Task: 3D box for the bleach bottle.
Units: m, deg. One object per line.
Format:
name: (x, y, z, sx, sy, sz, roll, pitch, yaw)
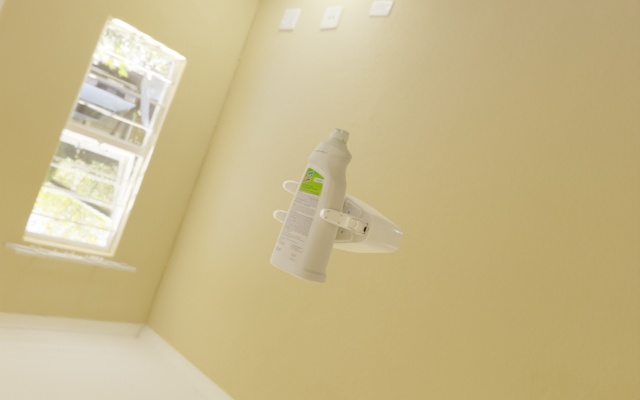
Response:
bleach bottle: (0.000, 0.003, 0.795, 0.102, 0.251, 0.068, 17, -3, 43)
